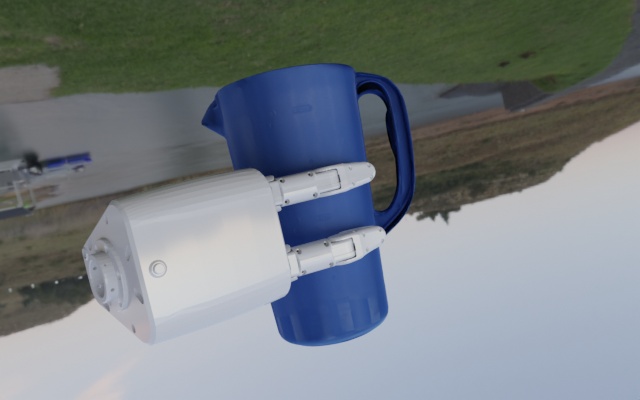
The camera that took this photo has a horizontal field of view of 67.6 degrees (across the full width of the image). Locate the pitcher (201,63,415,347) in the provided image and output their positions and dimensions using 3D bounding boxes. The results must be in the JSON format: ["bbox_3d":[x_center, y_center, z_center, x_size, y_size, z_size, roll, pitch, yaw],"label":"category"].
[{"bbox_3d":[0.000,0.002,0.450,0.149,0.243,0.145,-9,5,45],"label":"pitcher"}]
